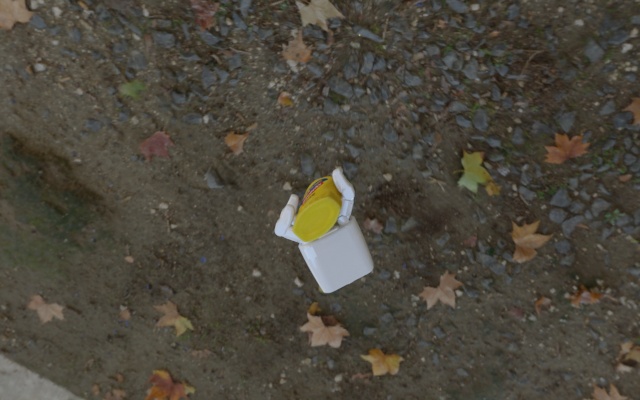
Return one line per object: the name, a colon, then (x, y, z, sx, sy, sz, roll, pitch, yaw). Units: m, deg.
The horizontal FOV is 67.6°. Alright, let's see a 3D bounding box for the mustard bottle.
mustard bottle: (0.000, 0.003, 0.888, 0.058, 0.096, 0.191, 40, 17, -9)
